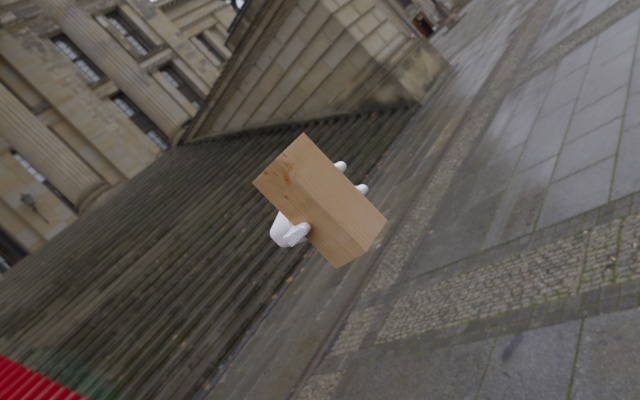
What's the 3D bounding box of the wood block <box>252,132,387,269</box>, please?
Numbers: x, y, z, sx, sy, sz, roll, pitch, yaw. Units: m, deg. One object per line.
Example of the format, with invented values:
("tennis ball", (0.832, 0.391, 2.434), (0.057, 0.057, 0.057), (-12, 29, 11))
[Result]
("wood block", (0.000, 0.003, 0.802), (0.090, 0.206, 0.090), (-37, 10, 48))
